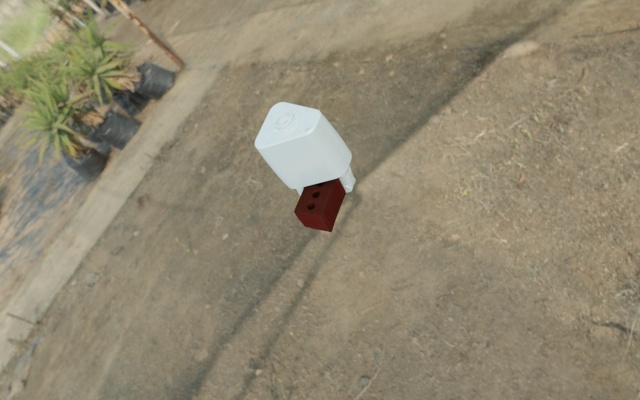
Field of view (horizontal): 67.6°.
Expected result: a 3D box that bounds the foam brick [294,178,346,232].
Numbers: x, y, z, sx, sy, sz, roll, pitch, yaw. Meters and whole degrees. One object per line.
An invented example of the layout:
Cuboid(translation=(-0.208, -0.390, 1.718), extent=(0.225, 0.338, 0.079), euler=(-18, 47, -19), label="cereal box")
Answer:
Cuboid(translation=(0.000, 0.003, 0.773), extent=(0.053, 0.078, 0.051), euler=(8, -27, 26), label="foam brick")
